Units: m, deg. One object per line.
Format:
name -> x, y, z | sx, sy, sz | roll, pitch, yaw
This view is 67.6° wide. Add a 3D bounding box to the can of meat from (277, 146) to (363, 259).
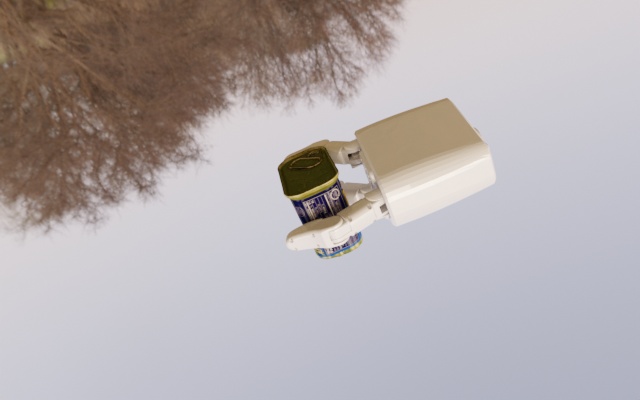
can of meat -> 0.000, 0.002, 0.503 | 0.057, 0.084, 0.102 | -24, 27, 0
